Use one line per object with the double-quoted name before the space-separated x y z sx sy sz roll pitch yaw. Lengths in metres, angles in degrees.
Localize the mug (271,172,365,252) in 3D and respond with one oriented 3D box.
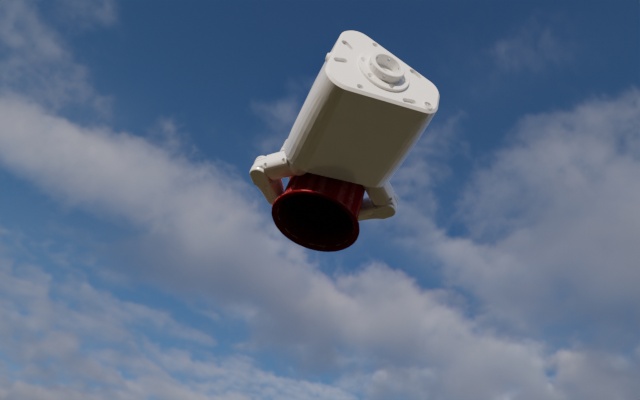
"mug" 0.000 0.002 0.522 0.093 0.081 0.117 24 -41 -5
